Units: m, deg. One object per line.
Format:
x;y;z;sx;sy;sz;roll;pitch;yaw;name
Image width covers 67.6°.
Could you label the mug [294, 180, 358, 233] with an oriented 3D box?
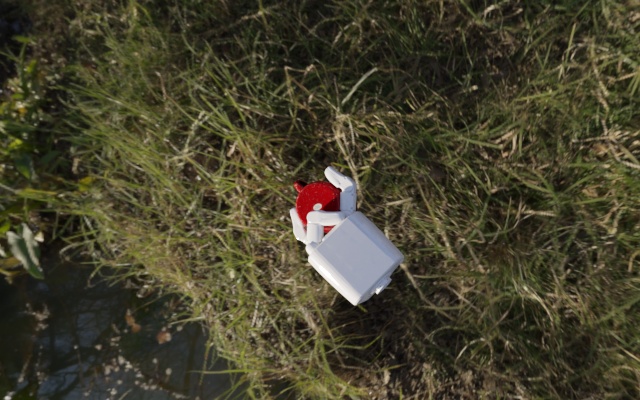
-0.001;0.002;0.830;0.117;0.093;0.081;43;11;18;mug
